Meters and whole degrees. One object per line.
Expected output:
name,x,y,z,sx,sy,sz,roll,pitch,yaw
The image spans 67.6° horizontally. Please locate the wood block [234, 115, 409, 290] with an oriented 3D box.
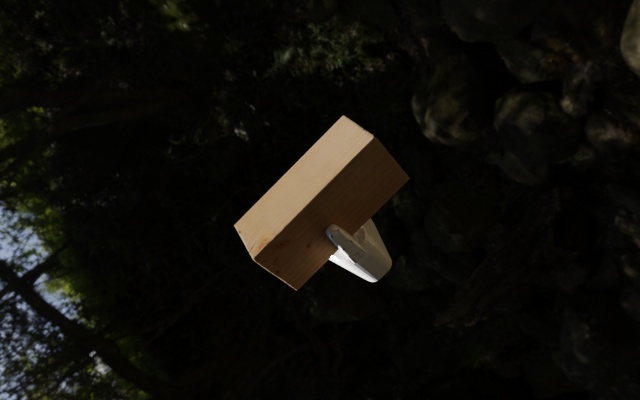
wood block,0.000,0.002,0.623,0.090,0.206,0.090,43,2,-37
